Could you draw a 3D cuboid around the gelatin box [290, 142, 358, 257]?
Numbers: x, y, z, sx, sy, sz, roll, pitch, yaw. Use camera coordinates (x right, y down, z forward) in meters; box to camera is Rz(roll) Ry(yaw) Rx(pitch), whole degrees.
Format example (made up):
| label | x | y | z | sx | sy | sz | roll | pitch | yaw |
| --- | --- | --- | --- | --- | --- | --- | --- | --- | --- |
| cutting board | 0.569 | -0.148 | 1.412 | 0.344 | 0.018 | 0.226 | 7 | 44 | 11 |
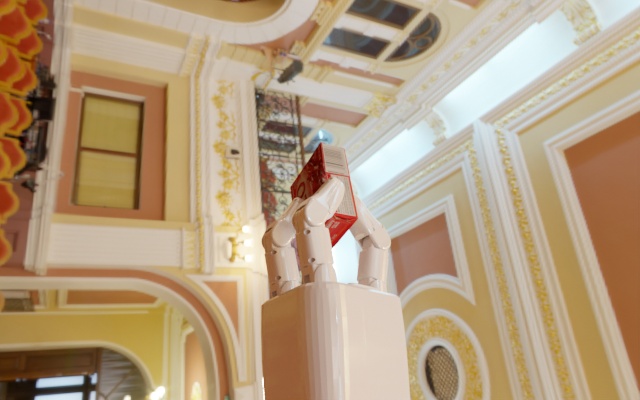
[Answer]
| label | x | y | z | sx | sy | sz | roll | pitch | yaw |
| --- | --- | --- | --- | --- | --- | --- | --- | --- | --- |
| gelatin box | 0.000 | 0.001 | 0.457 | 0.030 | 0.089 | 0.073 | 11 | -40 | -24 |
